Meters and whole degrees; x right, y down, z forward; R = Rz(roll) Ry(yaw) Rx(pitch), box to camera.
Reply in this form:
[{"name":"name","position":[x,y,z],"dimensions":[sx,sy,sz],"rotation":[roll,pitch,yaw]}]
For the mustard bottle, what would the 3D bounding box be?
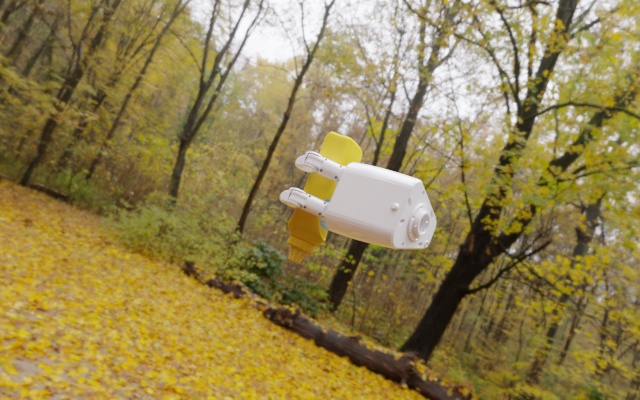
[{"name":"mustard bottle","position":[0.000,0.002,0.702],"dimensions":[0.058,0.191,0.096],"rotation":[21,-9,14]}]
